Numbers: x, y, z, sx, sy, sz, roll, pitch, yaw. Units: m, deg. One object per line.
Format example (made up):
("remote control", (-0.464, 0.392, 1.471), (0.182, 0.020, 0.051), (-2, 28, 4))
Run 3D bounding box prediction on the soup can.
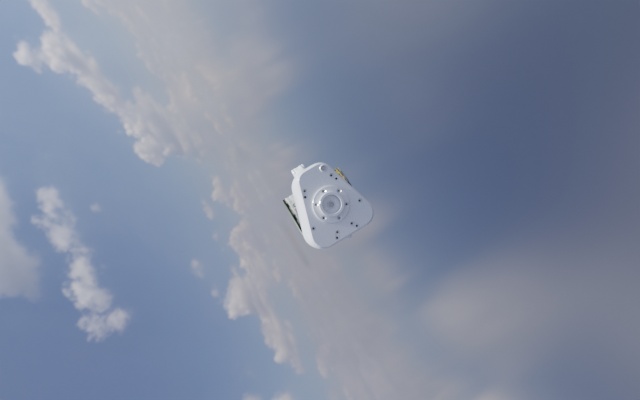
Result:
("soup can", (0.000, 0.003, 0.754), (0.102, 0.068, 0.068), (-31, 3, -5))
